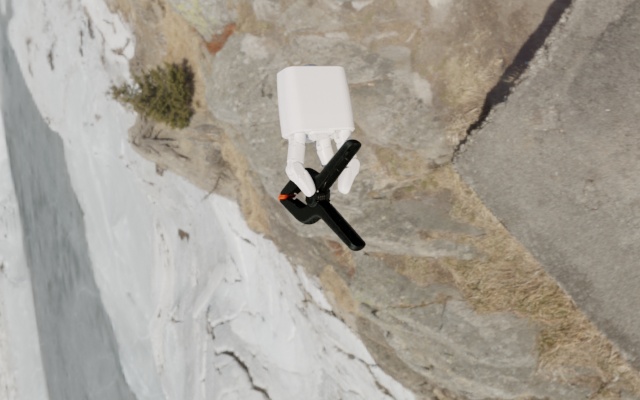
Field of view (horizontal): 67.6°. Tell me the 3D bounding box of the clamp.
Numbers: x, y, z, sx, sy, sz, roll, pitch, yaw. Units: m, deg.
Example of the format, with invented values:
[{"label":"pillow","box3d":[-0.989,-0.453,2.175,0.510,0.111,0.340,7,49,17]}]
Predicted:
[{"label":"clamp","box3d":[-0.001,0.002,0.772,0.036,0.164,0.210,-3,-5,-37]}]
